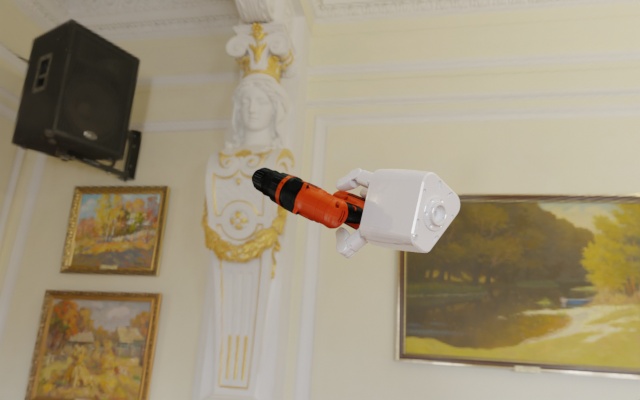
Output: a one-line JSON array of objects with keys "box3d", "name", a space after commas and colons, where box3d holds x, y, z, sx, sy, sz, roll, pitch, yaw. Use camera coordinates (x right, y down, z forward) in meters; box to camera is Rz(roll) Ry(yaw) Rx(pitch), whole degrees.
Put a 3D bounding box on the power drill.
[{"box3d": [0.001, 0.003, 0.782, 0.184, 0.057, 0.188, 27, 9, 35], "name": "power drill"}]
